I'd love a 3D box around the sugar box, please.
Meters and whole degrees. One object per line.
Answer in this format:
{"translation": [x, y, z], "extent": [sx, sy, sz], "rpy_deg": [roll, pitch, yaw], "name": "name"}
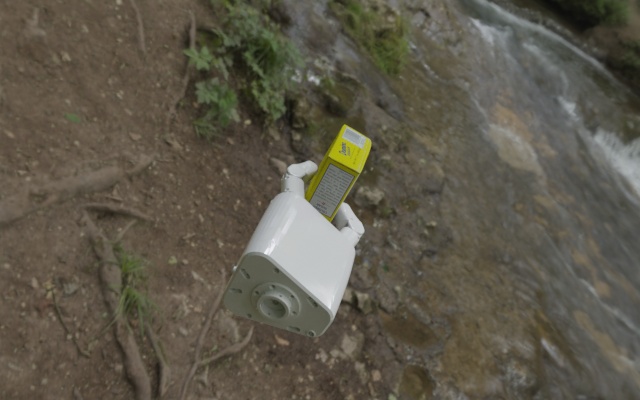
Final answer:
{"translation": [0.000, 0.002, 0.591], "extent": [0.048, 0.176, 0.093], "rpy_deg": [30, 34, -3], "name": "sugar box"}
